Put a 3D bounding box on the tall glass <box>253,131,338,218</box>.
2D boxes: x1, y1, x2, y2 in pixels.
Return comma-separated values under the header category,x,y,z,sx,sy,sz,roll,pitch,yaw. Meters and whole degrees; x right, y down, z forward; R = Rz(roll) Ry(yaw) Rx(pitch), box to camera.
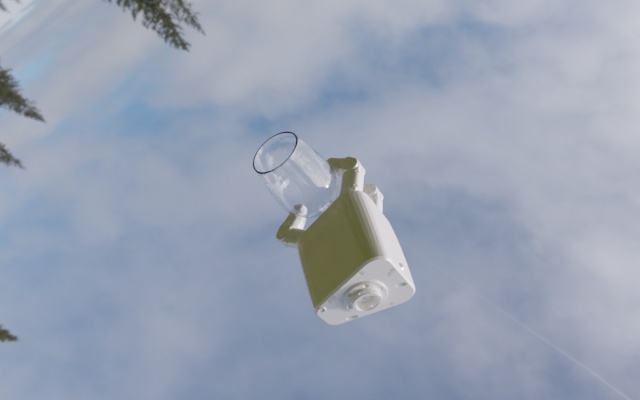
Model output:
category,x,y,z,sx,sy,sz,roll,pitch,yaw
tall glass,0.000,0.002,0.602,0.079,0.079,0.201,0,-35,40
